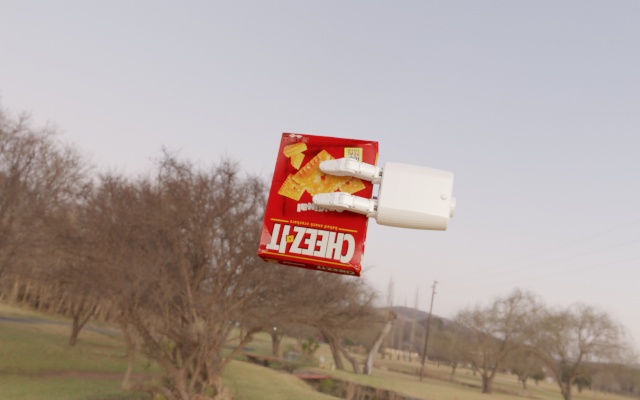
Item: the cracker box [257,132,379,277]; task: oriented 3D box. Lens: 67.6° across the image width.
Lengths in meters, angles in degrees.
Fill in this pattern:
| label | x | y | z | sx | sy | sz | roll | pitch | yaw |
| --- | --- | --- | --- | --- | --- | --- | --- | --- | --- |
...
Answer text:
| label | x | y | z | sx | sy | sz | roll | pitch | yaw |
| --- | --- | --- | --- | --- | --- | --- | --- | --- | --- |
| cracker box | 0.000 | 0.002 | 0.775 | 0.164 | 0.213 | 0.072 | 8 | -15 | 9 |
